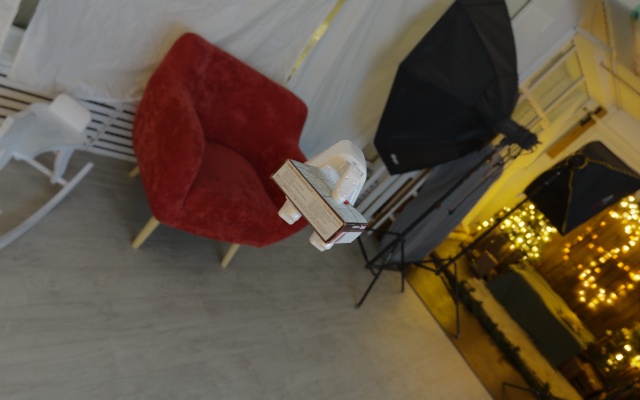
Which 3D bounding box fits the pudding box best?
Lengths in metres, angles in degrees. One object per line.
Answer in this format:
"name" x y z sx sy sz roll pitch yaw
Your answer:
"pudding box" 0.000 0.002 0.598 0.113 0.039 0.090 48 15 18
